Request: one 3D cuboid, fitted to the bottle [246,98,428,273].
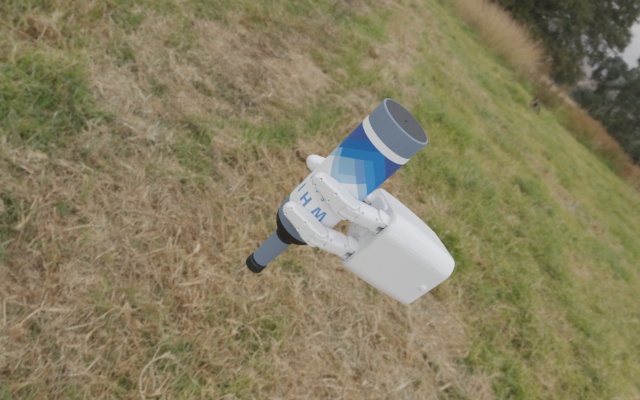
[{"bbox_3d":[0.000,0.002,0.587,0.296,0.069,0.069,-43,-26,30],"label":"bottle"}]
